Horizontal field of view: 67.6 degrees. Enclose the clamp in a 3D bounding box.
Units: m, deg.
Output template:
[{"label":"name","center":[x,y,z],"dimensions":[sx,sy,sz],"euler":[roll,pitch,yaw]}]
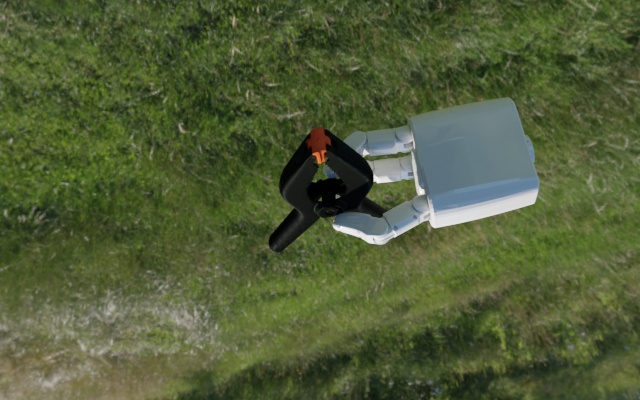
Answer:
[{"label":"clamp","center":[0.000,0.002,0.508],"dimensions":[0.164,0.036,0.210],"euler":[-12,-31,8]}]
